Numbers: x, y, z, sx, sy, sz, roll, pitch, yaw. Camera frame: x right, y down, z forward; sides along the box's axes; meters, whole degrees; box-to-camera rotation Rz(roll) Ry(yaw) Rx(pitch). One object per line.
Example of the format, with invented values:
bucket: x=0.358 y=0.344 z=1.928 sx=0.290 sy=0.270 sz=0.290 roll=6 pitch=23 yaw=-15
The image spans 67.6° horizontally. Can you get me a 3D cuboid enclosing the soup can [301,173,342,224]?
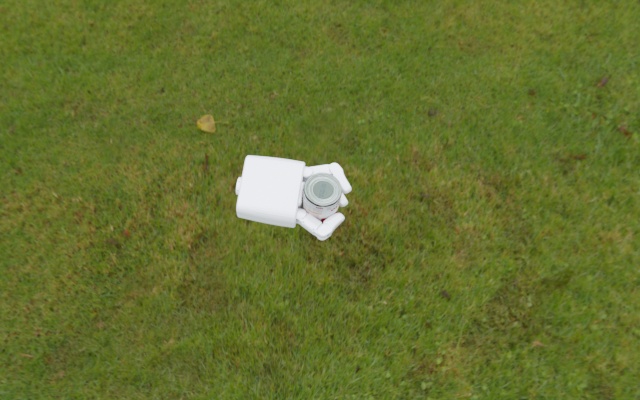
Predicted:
soup can: x=0.001 y=0.003 z=0.854 sx=0.068 sy=0.068 sz=0.102 roll=0 pitch=-27 yaw=-5
